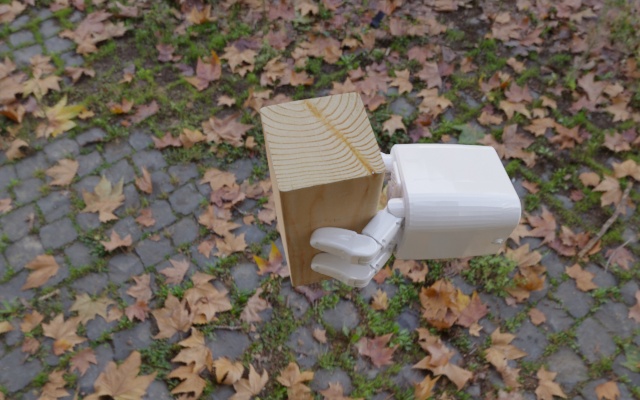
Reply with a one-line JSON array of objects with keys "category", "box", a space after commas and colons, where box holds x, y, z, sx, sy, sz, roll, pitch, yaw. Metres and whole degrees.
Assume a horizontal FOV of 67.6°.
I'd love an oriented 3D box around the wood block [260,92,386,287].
[{"category": "wood block", "box": [0.000, 0.001, 0.480, 0.090, 0.090, 0.206, -11, -30, -7]}]
